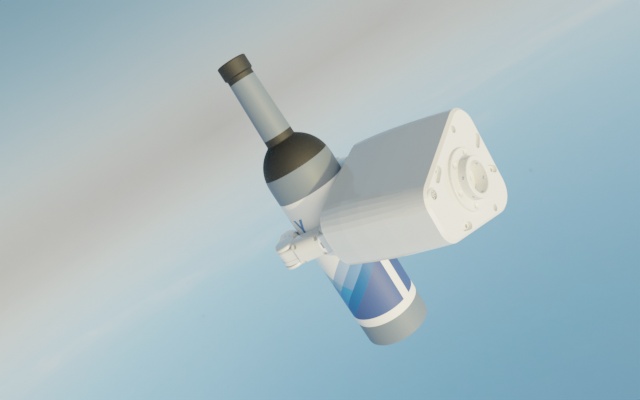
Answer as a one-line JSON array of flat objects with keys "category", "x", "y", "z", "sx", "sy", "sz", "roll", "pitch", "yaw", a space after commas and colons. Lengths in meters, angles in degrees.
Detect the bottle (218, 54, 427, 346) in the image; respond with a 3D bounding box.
[{"category": "bottle", "x": 0.000, "y": 0.002, "z": 0.444, "sx": 0.069, "sy": 0.296, "sz": 0.069, "roll": -31, "pitch": 14, "yaw": 8}]
